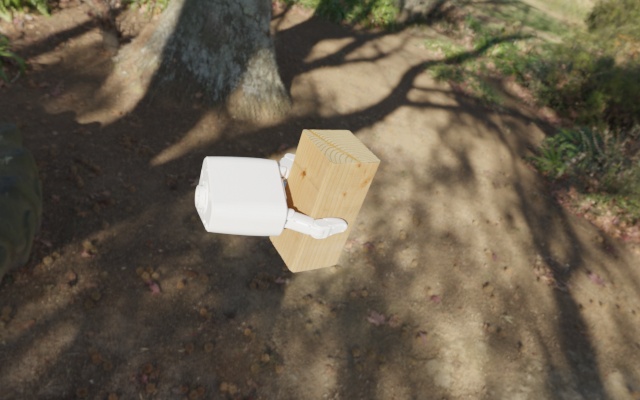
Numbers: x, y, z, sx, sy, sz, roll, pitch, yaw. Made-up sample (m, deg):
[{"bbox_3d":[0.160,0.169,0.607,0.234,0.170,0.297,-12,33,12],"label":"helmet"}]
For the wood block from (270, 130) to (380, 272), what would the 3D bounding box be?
[{"bbox_3d":[0.000,0.003,0.745,0.090,0.206,0.090,-5,40,-34],"label":"wood block"}]
